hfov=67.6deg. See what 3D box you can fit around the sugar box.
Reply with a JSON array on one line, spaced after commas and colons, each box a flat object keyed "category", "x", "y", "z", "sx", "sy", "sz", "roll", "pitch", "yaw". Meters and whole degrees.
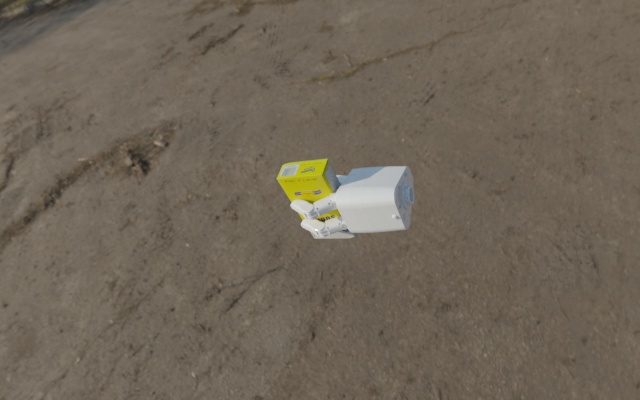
[{"category": "sugar box", "x": 0.000, "y": 0.003, "z": 0.878, "sx": 0.093, "sy": 0.048, "sz": 0.176, "roll": -3, "pitch": -45, "yaw": 28}]
